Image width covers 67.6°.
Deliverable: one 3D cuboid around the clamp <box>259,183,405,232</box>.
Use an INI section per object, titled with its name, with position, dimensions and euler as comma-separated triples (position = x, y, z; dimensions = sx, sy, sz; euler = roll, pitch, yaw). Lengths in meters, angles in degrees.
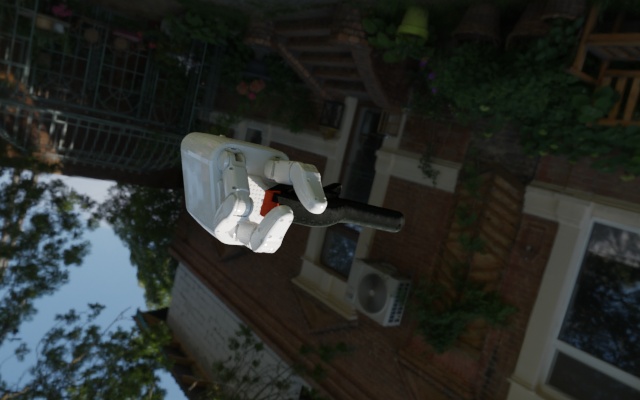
[clamp]
position = 0.000, 0.002, 0.540
dimensions = 0.171, 0.039, 0.120
euler = 8, 9, -37
